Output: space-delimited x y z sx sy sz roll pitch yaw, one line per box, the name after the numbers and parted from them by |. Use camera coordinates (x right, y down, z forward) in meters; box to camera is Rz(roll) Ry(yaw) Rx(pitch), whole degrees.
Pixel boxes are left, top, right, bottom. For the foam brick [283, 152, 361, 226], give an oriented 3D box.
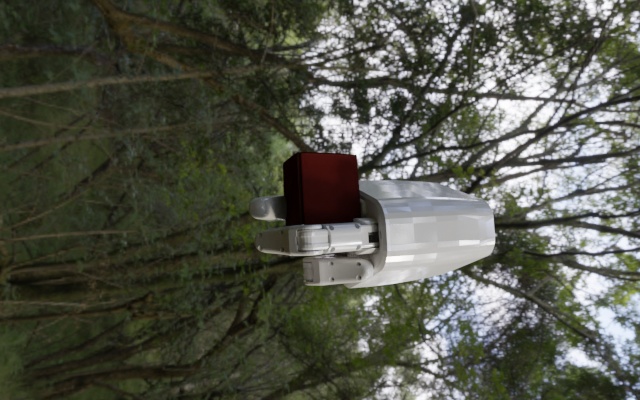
0.000 0.001 0.402 0.051 0.078 0.053 -3 -2 -18 | foam brick
